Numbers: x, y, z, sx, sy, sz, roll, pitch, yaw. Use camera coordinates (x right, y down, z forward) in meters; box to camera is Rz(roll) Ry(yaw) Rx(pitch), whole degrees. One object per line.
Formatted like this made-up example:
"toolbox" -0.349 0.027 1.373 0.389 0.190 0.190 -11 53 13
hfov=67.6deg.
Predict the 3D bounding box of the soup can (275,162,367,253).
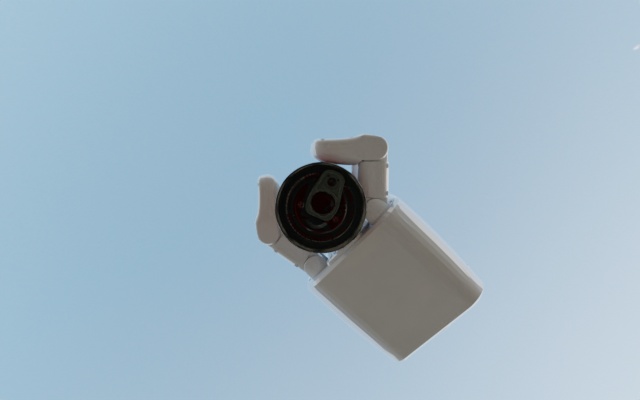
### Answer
"soup can" 0.000 0.001 0.400 0.068 0.068 0.102 0 5 0
